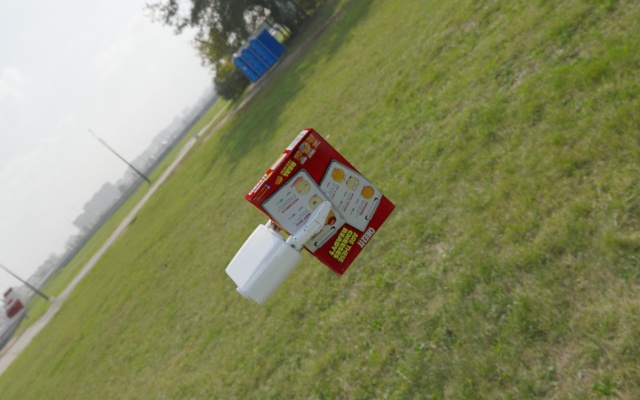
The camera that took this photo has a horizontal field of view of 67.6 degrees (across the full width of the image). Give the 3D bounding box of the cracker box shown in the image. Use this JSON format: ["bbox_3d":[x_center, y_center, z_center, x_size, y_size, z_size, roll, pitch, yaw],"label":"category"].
[{"bbox_3d":[0.000,0.003,0.848,0.214,0.164,0.072,41,-8,-17],"label":"cracker box"}]
